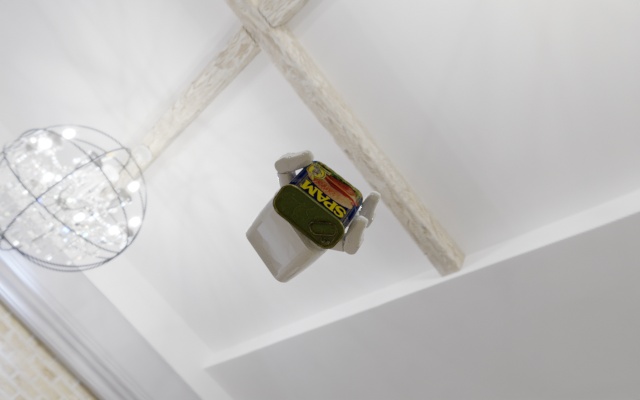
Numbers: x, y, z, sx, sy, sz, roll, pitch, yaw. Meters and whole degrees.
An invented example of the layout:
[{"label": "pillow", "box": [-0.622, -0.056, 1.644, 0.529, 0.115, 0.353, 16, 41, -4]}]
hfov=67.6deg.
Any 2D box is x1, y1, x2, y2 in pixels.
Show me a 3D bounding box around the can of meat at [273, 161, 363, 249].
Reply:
[{"label": "can of meat", "box": [0.000, 0.002, 0.648, 0.057, 0.102, 0.084, -52, -1, 40]}]
